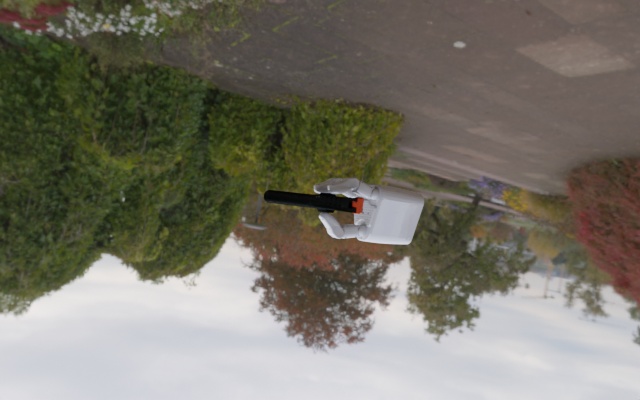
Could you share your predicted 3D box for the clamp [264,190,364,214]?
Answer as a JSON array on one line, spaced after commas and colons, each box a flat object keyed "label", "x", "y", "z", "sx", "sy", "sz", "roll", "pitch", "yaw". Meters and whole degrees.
[{"label": "clamp", "x": 0.001, "y": 0.004, "z": 0.878, "sx": 0.164, "sy": 0.036, "sz": 0.210, "roll": 6, "pitch": 0, "yaw": -27}]
